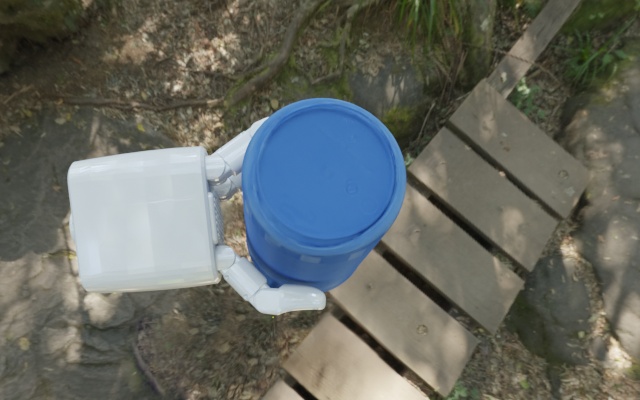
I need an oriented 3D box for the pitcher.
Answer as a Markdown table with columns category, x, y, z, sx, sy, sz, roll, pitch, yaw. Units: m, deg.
| category | x | y | z | sx | sy | sz | roll | pitch | yaw |
| --- | --- | --- | --- | --- | --- | --- | --- | --- | --- |
| pitcher | 0.000 | 0.001 | 0.418 | 0.145 | 0.149 | 0.243 | -4 | -13 | -6 |
